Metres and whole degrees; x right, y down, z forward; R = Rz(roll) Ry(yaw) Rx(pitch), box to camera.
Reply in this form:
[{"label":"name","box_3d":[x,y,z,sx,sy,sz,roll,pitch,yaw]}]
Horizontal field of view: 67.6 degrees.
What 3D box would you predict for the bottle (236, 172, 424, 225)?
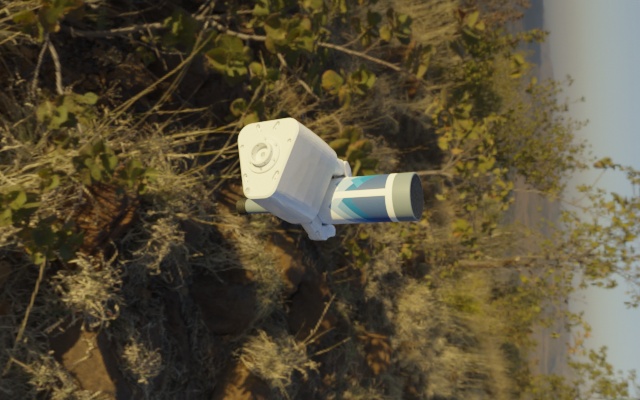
[{"label":"bottle","box_3d":[0.000,0.002,0.713,0.296,0.069,0.069,-3,-2,28]}]
